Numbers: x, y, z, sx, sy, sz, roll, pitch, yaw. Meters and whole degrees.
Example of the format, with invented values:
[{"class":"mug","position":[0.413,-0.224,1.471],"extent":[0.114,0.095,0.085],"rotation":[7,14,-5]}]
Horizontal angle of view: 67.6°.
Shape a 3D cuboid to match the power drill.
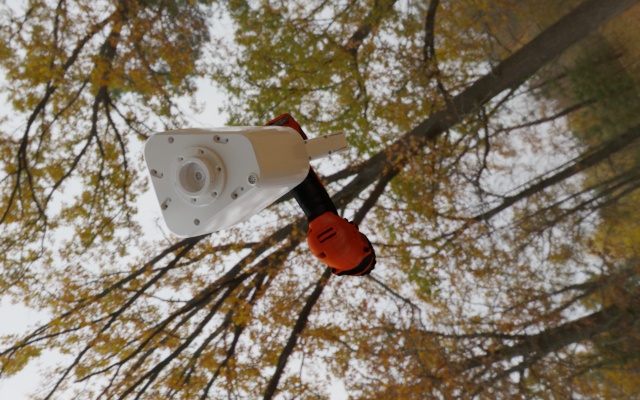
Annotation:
[{"class":"power drill","position":[0.000,0.001,0.556],"extent":[0.057,0.187,0.184],"rotation":[-33,-21,4]}]
